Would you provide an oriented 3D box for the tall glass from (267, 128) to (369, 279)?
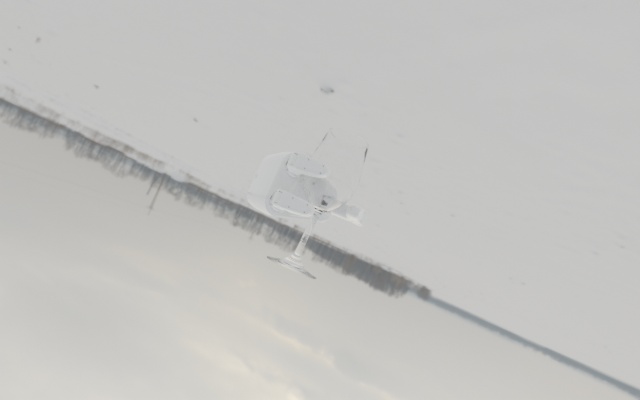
[{"bbox_3d":[0.000,0.003,0.663,0.079,0.201,0.079,24,-6,3],"label":"tall glass"}]
